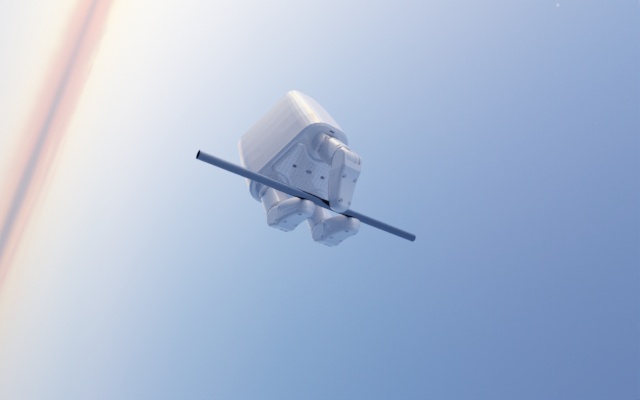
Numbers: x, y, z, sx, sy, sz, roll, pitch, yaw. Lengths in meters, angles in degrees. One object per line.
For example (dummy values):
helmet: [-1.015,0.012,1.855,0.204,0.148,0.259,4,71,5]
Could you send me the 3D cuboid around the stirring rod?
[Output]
stirring rod: [0.000,0.001,0.437,0.239,0.011,0.011,21,-11,-31]
